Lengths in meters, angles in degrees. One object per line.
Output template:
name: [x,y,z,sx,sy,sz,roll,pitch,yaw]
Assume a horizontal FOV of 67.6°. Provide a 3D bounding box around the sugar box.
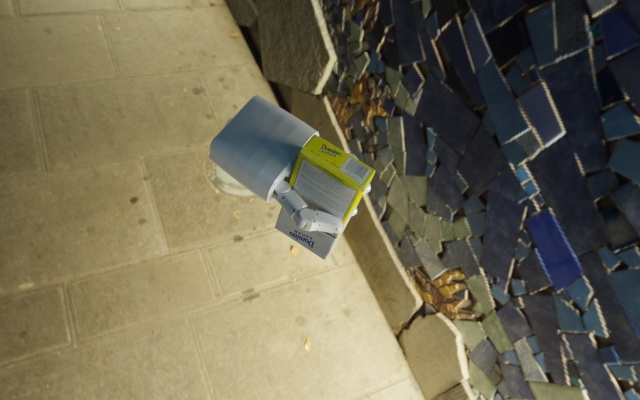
sugar box: [0.000,0.002,0.649,0.093,0.048,0.176,33,-36,7]
